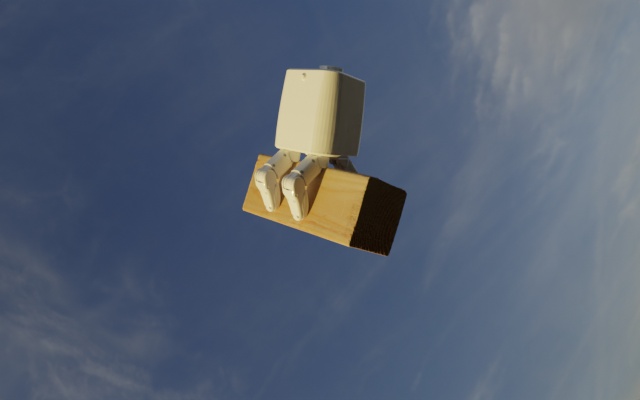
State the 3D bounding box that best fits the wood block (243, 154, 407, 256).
[{"bbox_3d":[0.000,0.002,0.656,0.206,0.090,0.091,16,-2,43],"label":"wood block"}]
